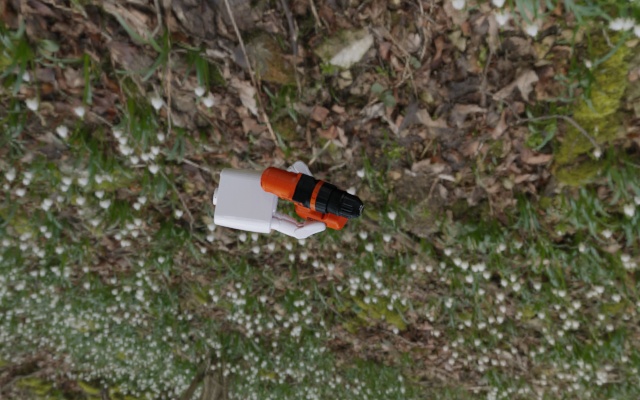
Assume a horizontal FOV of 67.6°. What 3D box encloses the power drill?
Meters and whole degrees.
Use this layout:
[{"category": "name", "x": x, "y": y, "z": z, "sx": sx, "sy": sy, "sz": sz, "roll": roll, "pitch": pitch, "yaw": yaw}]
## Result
[{"category": "power drill", "x": 0.000, "y": 0.003, "z": 0.860, "sx": 0.184, "sy": 0.057, "sz": 0.188, "roll": 21, "pitch": -10, "yaw": 17}]
